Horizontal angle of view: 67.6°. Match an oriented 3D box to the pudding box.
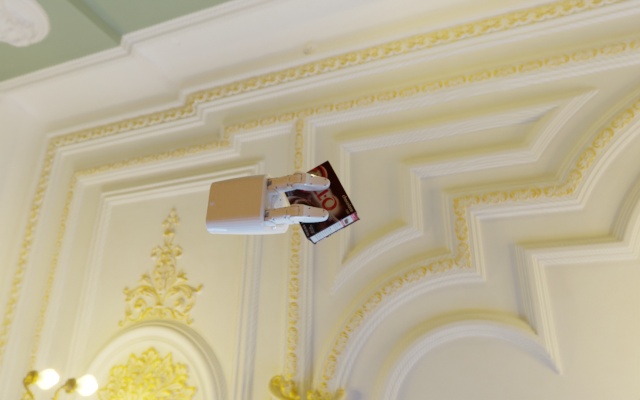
[{"bbox_3d":[0.000,0.003,0.779,0.090,0.113,0.039,-30,-27,4],"label":"pudding box"}]
